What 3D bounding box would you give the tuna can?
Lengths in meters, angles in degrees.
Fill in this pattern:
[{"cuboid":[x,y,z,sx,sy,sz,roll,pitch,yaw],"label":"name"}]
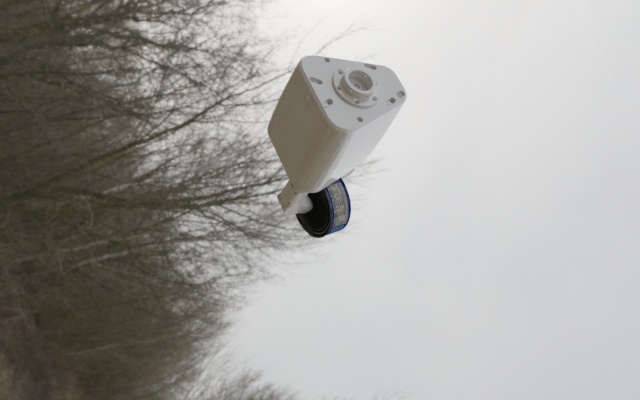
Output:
[{"cuboid":[0.001,0.002,0.601,0.034,0.086,0.086,-17,9,-33],"label":"tuna can"}]
